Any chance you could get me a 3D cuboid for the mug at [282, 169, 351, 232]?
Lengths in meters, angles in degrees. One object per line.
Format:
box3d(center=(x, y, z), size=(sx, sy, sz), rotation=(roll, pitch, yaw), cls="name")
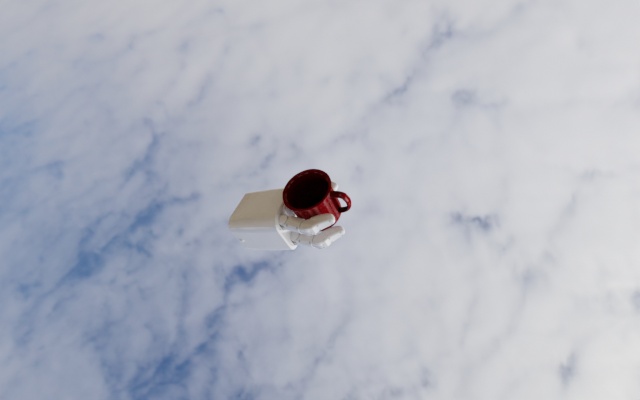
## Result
box3d(center=(0.002, 0.003, 0.862), size=(0.117, 0.093, 0.081), rotation=(-3, -36, 23), cls="mug")
